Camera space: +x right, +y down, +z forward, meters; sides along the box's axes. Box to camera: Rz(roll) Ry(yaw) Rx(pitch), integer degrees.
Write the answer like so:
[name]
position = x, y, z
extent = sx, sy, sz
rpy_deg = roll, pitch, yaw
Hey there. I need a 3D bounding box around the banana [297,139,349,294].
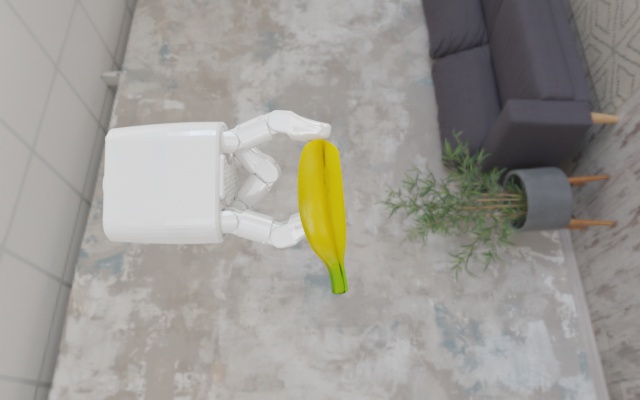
[banana]
position = 0.000, -0.012, 0.409
extent = 0.037, 0.070, 0.197
rpy_deg = -2, 34, 0
